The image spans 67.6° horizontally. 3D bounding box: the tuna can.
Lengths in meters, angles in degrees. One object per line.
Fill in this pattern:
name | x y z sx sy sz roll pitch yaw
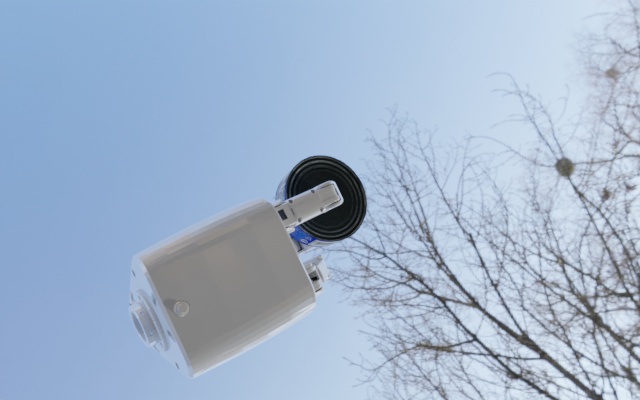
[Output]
tuna can | 0.000 0.002 0.465 0.086 0.086 0.034 0 -16 -26
